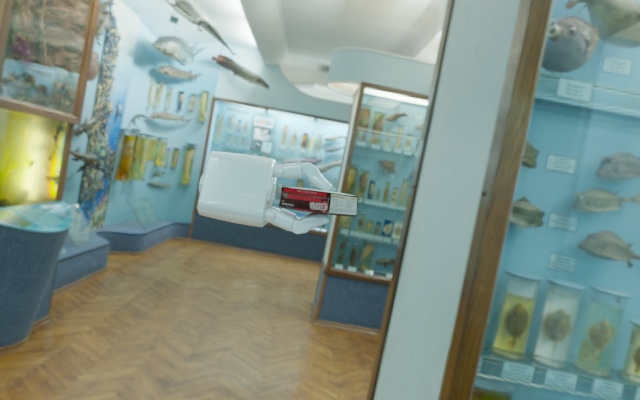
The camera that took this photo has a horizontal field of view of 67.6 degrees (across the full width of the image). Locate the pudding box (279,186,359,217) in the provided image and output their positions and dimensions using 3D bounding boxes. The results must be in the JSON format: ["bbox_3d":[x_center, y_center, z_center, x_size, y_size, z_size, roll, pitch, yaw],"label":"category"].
[{"bbox_3d":[0.000,0.002,0.773,0.090,0.039,0.113,9,3,28],"label":"pudding box"}]
